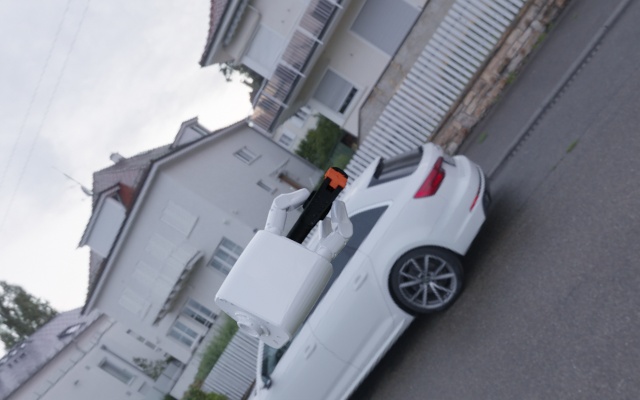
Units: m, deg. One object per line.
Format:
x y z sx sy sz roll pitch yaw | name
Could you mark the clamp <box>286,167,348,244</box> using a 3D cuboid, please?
-0.001 0.002 0.679 0.036 0.164 0.210 34 -32 0 | clamp
